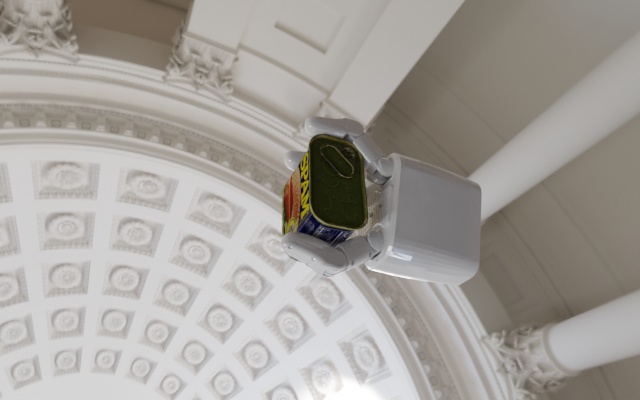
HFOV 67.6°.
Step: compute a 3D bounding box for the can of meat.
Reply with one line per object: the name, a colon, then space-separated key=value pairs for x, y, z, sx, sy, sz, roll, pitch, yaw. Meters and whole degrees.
can of meat: x=0.000 y=0.002 z=0.468 sx=0.057 sy=0.102 sz=0.084 roll=12 pitch=-36 yaw=-20
